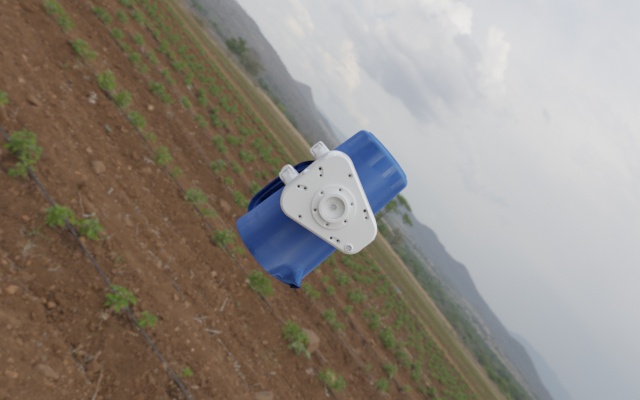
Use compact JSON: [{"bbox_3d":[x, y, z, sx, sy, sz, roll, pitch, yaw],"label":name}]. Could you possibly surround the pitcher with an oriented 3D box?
[{"bbox_3d":[0.000,0.002,0.718,0.243,0.149,0.145,-39,2,4],"label":"pitcher"}]
